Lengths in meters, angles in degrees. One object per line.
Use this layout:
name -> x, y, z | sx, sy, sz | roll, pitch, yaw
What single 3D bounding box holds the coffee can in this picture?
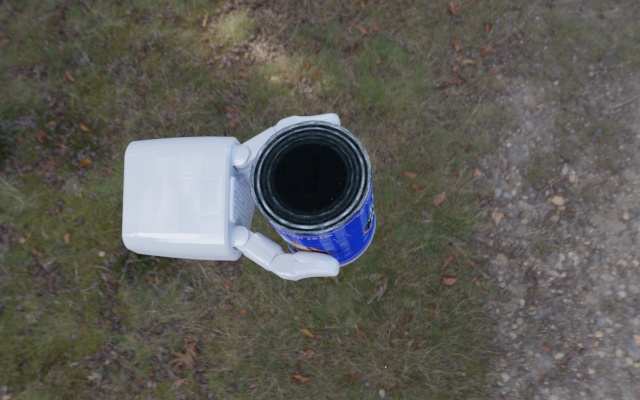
coffee can -> 0.000, 0.002, 0.460 | 0.103, 0.102, 0.140 | 0, -19, 8
